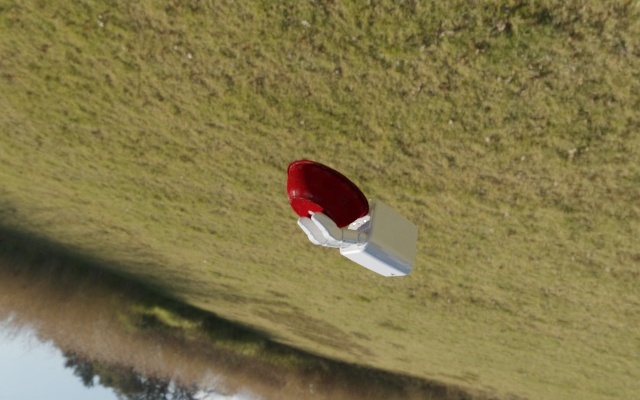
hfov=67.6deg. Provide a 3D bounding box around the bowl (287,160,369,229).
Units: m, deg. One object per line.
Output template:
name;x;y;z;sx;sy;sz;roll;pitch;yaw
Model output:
bowl;-0.001;0.002;0.822;0.162;0.055;0.162;26;-25;13
